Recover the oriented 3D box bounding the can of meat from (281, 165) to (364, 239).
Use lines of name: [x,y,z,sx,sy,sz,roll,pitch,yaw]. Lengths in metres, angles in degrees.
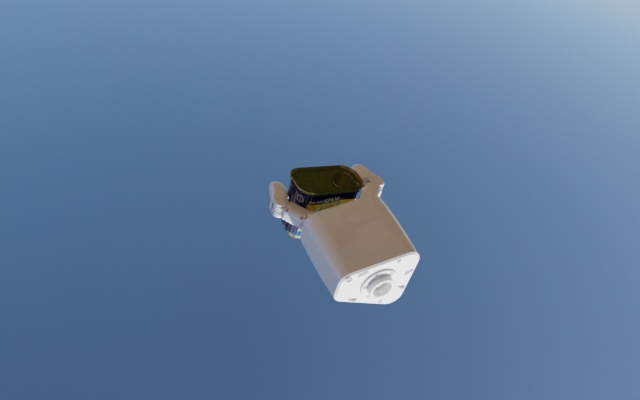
can of meat: [0.000,0.002,0.670,0.102,0.084,0.057,-6,41,-29]
